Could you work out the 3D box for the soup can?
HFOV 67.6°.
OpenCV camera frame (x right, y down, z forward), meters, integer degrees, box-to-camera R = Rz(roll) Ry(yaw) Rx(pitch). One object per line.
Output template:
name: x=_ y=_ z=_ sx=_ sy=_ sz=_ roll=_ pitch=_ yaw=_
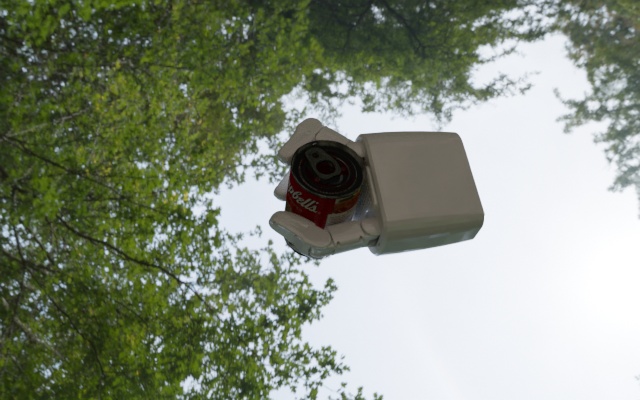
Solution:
soup can: x=0.000 y=0.002 z=0.459 sx=0.068 sy=0.068 sz=0.102 roll=0 pitch=-38 yaw=-11
